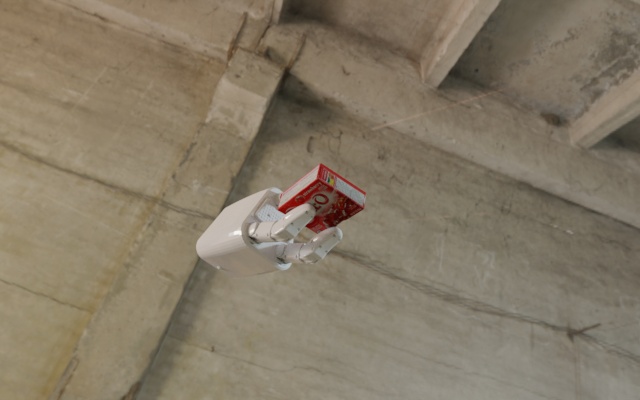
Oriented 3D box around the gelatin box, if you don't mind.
[{"bbox_3d":[0.000,0.001,0.593,0.073,0.030,0.089,32,-44,-23],"label":"gelatin box"}]
